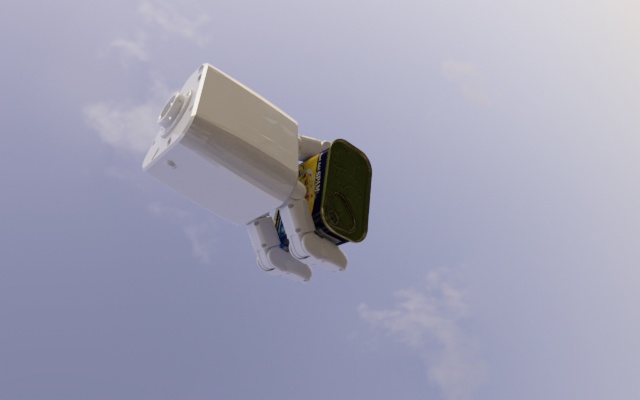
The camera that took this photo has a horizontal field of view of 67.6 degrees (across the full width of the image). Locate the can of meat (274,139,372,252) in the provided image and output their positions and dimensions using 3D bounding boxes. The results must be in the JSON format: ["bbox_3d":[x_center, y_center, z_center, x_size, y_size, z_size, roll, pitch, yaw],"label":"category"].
[{"bbox_3d":[0.000,0.002,0.478,0.057,0.102,0.084,29,-36,-32],"label":"can of meat"}]
